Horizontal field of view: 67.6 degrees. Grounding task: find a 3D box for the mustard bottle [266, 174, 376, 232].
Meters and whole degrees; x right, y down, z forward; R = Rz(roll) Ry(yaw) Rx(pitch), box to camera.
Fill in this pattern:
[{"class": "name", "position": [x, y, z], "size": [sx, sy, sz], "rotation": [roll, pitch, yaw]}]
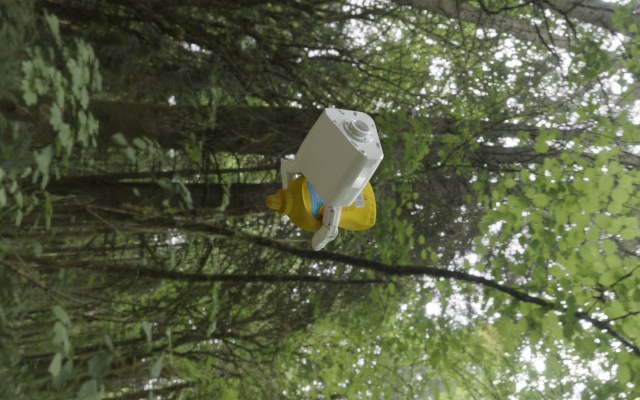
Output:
[{"class": "mustard bottle", "position": [0.000, 0.003, 0.787], "size": [0.191, 0.096, 0.058], "rotation": [1, -16, -34]}]
